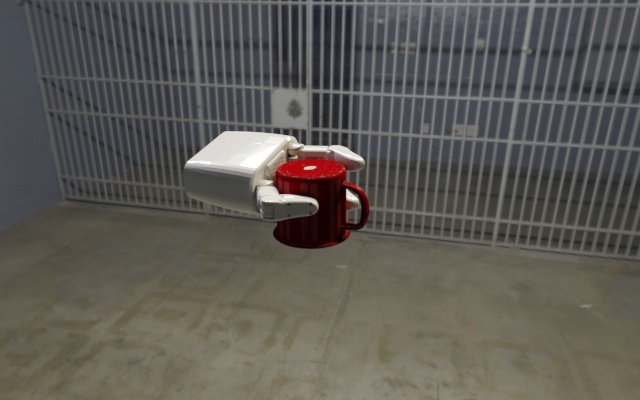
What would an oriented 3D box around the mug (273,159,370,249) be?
[{"bbox_3d":[0.001,0.002,0.551,0.117,0.081,0.093,10,23,26],"label":"mug"}]
